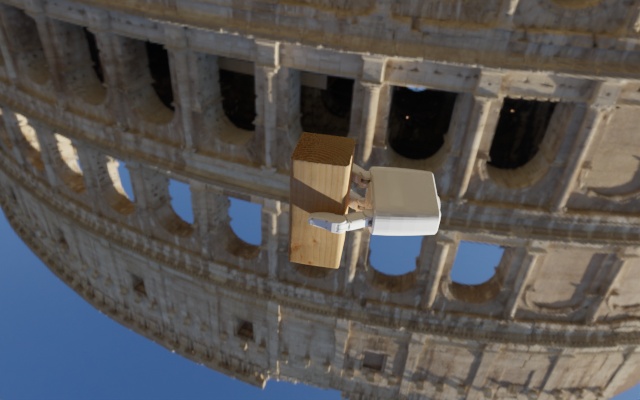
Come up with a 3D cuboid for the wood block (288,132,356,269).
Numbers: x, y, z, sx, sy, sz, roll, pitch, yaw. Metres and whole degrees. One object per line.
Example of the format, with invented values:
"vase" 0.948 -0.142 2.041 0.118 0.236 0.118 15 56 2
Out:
"wood block" 0.000 0.003 0.793 0.090 0.206 0.090 8 35 6
